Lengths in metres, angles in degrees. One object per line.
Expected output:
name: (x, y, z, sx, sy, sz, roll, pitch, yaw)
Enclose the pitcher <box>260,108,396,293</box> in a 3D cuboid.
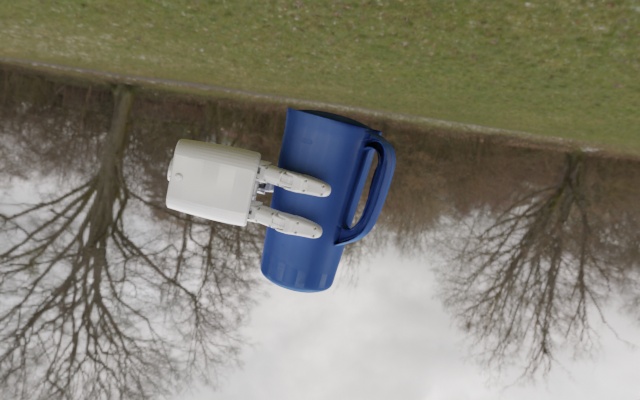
pitcher: (0.000, 0.002, 0.661, 0.145, 0.243, 0.149, 12, 10, -8)
